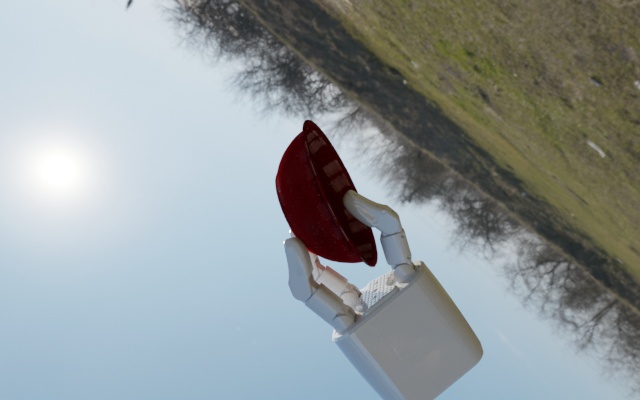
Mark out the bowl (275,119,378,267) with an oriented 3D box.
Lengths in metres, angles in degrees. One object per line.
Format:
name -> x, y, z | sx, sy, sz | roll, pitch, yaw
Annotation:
bowl -> -0.001, 0.001, 0.487 | 0.055, 0.162, 0.162 | -24, -6, 14
